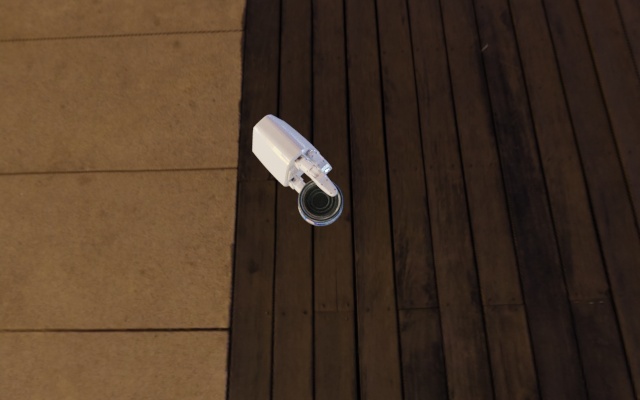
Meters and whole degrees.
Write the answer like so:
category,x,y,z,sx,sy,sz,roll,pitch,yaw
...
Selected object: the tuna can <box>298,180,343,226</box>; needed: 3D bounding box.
category,x,y,z,sx,sy,sz,roll,pitch,yaw
tuna can,0.000,0.003,0.897,0.086,0.086,0.034,0,-13,0
